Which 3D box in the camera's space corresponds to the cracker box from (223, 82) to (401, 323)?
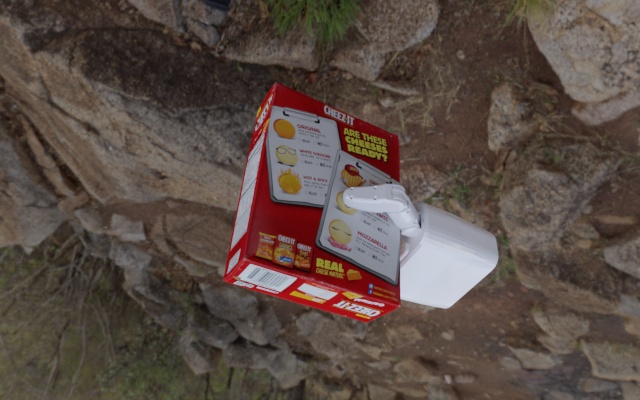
[{"bbox_3d":[0.000,0.002,0.503,0.164,0.213,0.072,20,-36,-21],"label":"cracker box"}]
